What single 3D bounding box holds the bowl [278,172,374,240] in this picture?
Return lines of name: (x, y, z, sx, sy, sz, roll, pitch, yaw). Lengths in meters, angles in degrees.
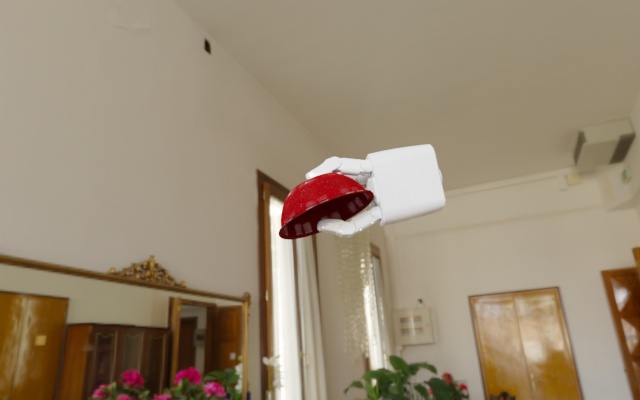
bowl: (-0.001, 0.002, 0.749, 0.162, 0.055, 0.162, -22, -17, -7)
